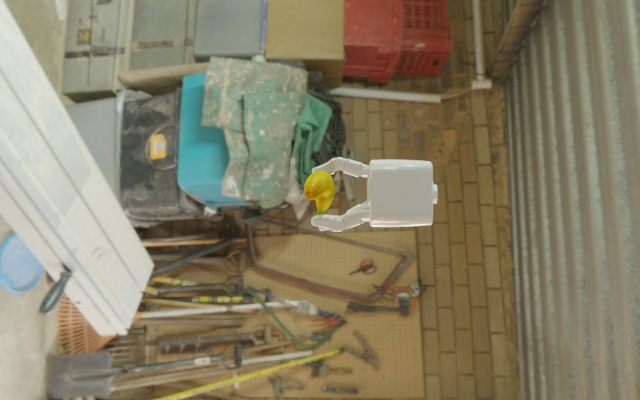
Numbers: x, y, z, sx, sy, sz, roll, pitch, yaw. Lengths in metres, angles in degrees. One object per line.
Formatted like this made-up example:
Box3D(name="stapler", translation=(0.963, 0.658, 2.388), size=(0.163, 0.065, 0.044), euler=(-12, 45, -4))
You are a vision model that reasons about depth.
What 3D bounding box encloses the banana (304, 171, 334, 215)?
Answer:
Box3D(name="banana", translation=(0.002, -0.015, 0.807), size=(0.037, 0.069, 0.198), euler=(2, -13, 7))
